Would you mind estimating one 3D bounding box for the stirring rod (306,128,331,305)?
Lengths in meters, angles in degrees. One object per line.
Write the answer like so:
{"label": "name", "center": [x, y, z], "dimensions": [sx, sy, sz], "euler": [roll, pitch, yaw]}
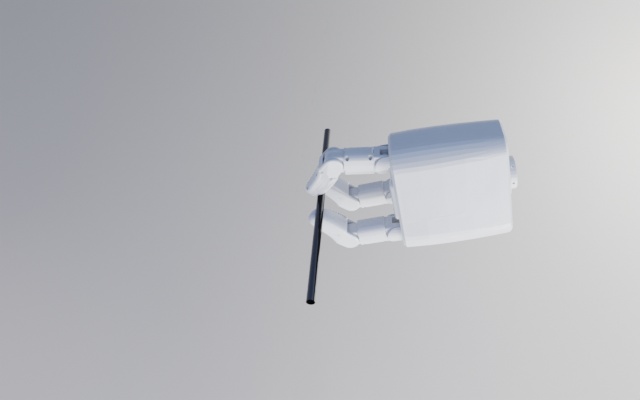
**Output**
{"label": "stirring rod", "center": [0.000, 0.001, 0.492], "dimensions": [0.011, 0.239, 0.011], "euler": [3, -45, 3]}
